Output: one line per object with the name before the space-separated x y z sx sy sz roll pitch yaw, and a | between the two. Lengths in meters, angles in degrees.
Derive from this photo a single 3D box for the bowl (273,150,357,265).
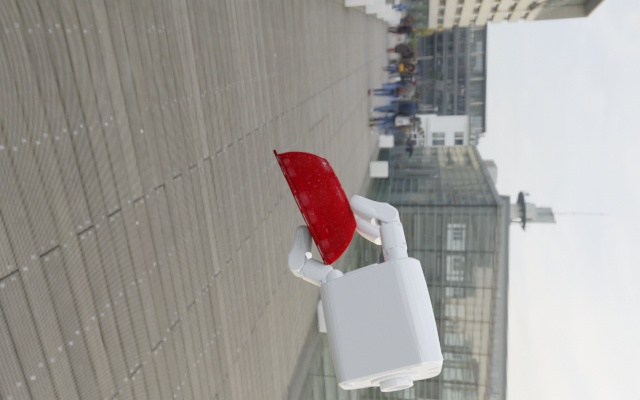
bowl | 0.000 0.001 0.578 0.055 0.162 0.162 -25 1 -3
